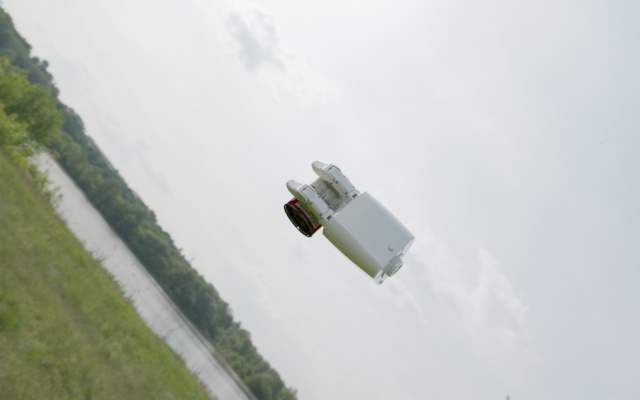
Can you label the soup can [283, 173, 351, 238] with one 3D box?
[{"bbox_3d":[0.000,0.002,0.773,0.102,0.068,0.068,-39,16,-20],"label":"soup can"}]
